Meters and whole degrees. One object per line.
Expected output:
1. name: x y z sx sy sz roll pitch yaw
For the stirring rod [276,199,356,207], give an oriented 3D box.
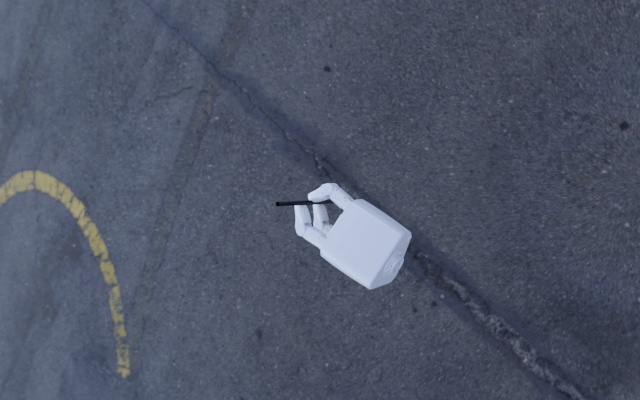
1. stirring rod: 0.000 0.003 0.864 0.011 0.011 0.239 0 1 35
